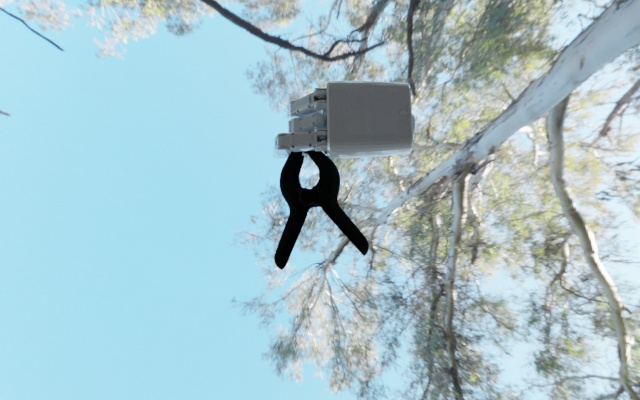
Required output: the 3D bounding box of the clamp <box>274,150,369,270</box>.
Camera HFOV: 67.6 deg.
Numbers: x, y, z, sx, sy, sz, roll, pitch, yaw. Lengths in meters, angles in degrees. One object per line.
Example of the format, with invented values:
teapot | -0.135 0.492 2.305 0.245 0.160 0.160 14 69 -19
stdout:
clamp | 0.000 0.002 0.614 0.120 0.171 0.039 -1 -7 2
